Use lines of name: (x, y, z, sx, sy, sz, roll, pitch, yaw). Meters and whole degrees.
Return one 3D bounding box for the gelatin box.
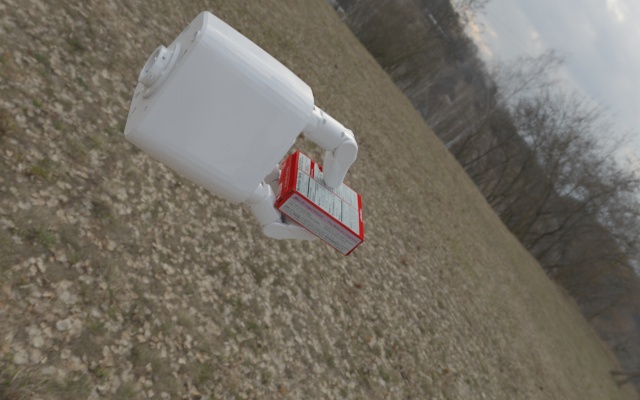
gelatin box: (0.001, 0.001, 0.459, 0.089, 0.030, 0.073, 35, 29, -21)
